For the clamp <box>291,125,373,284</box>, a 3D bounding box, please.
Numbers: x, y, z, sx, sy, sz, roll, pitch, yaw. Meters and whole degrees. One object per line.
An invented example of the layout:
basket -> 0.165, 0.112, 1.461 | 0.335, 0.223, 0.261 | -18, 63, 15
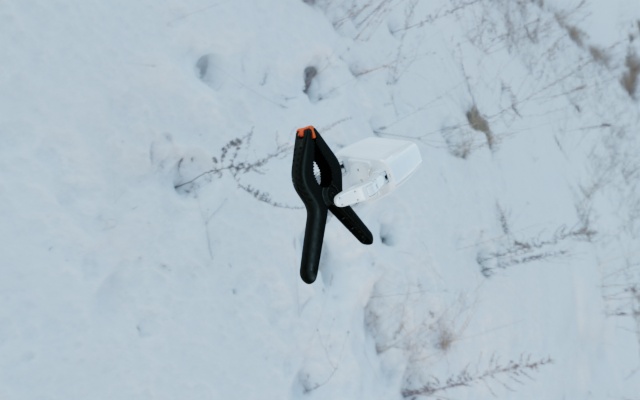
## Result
clamp -> 0.001, 0.002, 0.671 | 0.036, 0.210, 0.164 | -9, 17, 39
